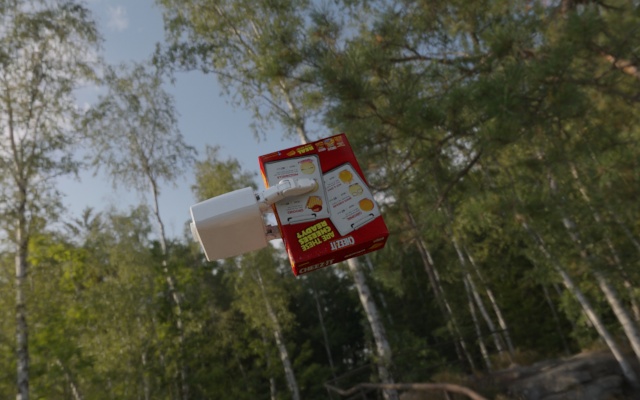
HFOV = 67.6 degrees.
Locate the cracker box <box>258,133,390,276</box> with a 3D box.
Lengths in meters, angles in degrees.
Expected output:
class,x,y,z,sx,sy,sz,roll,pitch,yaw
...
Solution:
class,x,y,z,sx,sy,sz,roll,pitch,yaw
cracker box,0.000,0.002,0.824,0.164,0.213,0.072,-17,-27,-9
